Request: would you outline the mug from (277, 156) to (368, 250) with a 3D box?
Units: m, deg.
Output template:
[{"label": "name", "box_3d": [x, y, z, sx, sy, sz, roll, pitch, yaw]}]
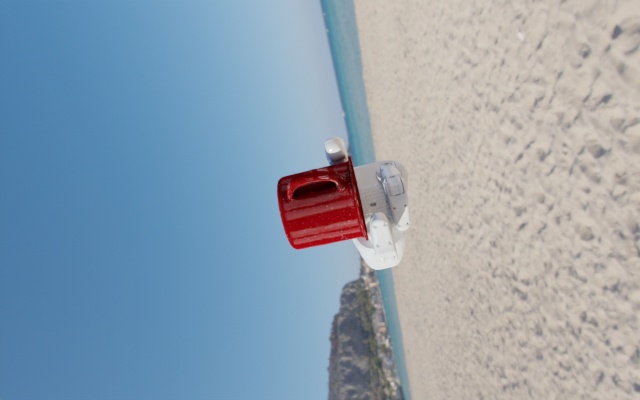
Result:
[{"label": "mug", "box_3d": [0.000, 0.001, 0.502, 0.081, 0.093, 0.117, -12, -25, 6]}]
